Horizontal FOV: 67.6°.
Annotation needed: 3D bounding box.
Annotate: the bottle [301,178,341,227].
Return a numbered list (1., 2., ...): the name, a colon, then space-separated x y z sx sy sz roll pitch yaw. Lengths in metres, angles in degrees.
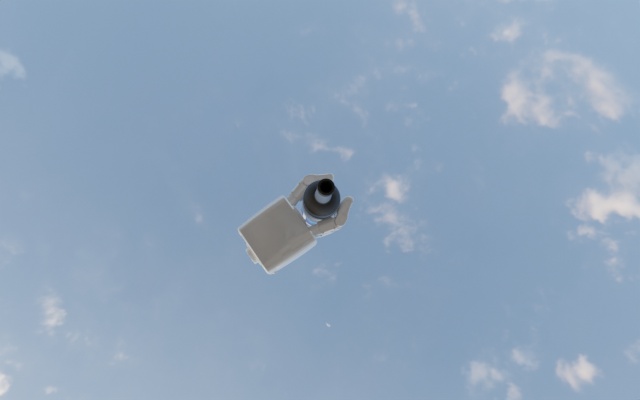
1. bottle: 0.000 0.003 0.878 0.069 0.069 0.296 0 -9 -3
